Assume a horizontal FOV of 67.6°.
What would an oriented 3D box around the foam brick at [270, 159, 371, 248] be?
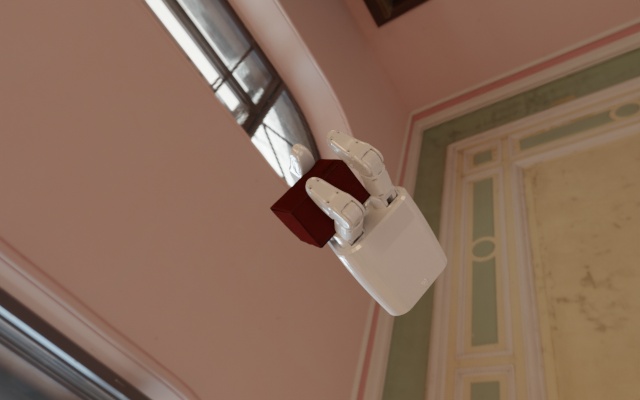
[{"bbox_3d":[0.000,0.002,0.485,0.078,0.051,0.053,-46,23,-16],"label":"foam brick"}]
